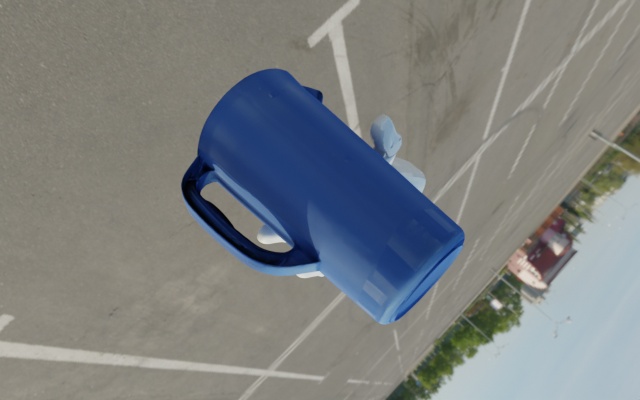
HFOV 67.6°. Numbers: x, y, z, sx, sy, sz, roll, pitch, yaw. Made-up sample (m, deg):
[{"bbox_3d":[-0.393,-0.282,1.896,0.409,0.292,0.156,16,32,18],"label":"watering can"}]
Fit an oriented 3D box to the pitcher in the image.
[{"bbox_3d":[0.000,0.001,0.444,0.242,0.149,0.145,42,18,21],"label":"pitcher"}]
